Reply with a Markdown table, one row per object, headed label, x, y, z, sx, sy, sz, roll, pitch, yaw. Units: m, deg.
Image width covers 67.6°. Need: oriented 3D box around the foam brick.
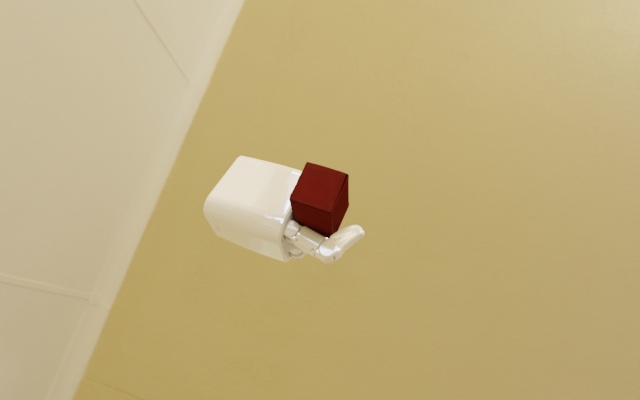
| label | x | y | z | sx | sy | sz | roll | pitch | yaw |
| --- | --- | --- | --- | --- | --- | --- | --- | --- | --- |
| foam brick | 0.000 | 0.002 | 0.550 | 0.051 | 0.053 | 0.078 | 20 | -25 | 13 |
